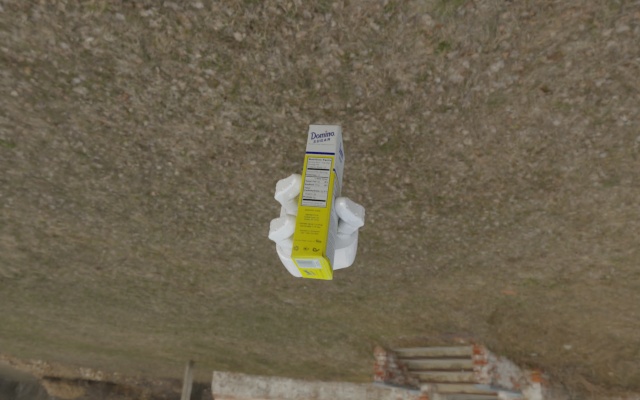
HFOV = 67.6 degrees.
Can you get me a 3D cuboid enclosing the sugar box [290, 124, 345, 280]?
[{"bbox_3d":[0.000,0.002,0.603,0.048,0.176,0.093,1,-24,8],"label":"sugar box"}]
